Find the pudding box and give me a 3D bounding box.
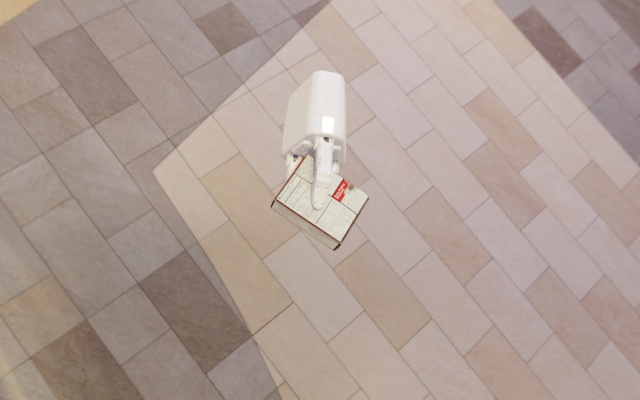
[{"bbox_3d":[0.000,0.002,0.673,0.113,0.090,0.039,34,-25,1],"label":"pudding box"}]
